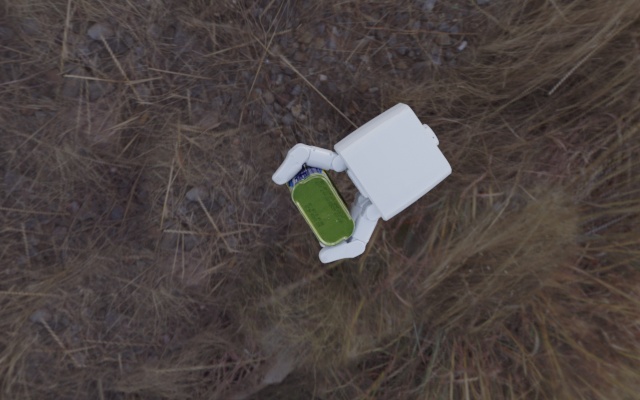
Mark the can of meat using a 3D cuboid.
[{"bbox_3d":[0.000,0.002,0.626,0.057,0.102,0.084,-32,17,3],"label":"can of meat"}]
